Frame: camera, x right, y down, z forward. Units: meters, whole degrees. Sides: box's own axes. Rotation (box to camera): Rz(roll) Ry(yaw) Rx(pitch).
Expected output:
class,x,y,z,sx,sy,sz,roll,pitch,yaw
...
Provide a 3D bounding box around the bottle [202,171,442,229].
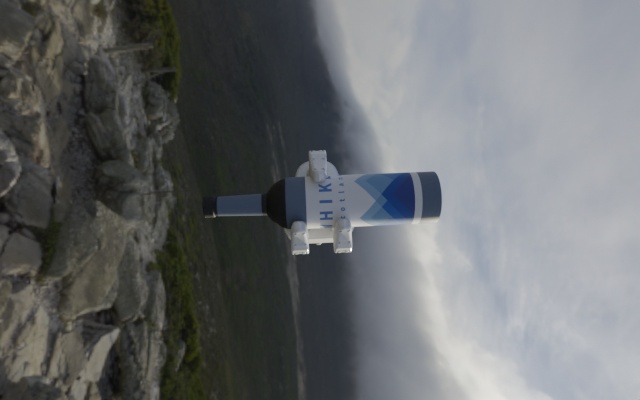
class,x,y,z,sx,sy,sz,roll,pitch,yaw
bottle,0.000,0.002,0.609,0.296,0.069,0.069,-2,0,-2
